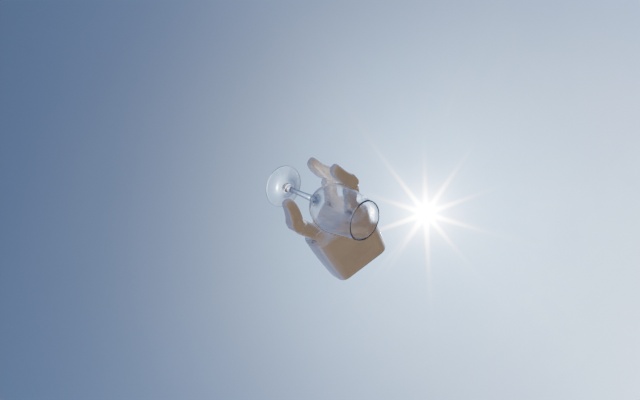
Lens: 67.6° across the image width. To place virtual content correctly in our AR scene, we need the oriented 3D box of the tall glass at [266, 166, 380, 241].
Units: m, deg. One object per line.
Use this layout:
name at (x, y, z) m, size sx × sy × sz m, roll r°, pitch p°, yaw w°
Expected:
tall glass at (0.000, 0.002, 0.760) m, size 0.079 × 0.079 × 0.201 m, roll 0°, pitch 16°, yaw -42°
